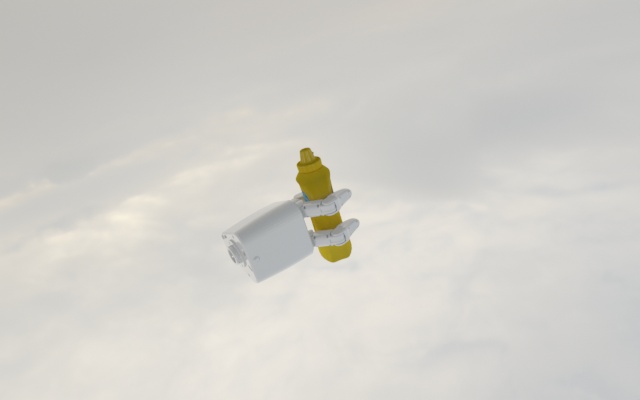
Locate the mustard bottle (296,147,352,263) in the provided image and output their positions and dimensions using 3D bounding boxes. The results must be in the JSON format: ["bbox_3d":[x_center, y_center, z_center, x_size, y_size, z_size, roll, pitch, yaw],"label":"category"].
[{"bbox_3d":[0.001,0.003,0.797,0.058,0.192,0.096,-19,24,-2],"label":"mustard bottle"}]
